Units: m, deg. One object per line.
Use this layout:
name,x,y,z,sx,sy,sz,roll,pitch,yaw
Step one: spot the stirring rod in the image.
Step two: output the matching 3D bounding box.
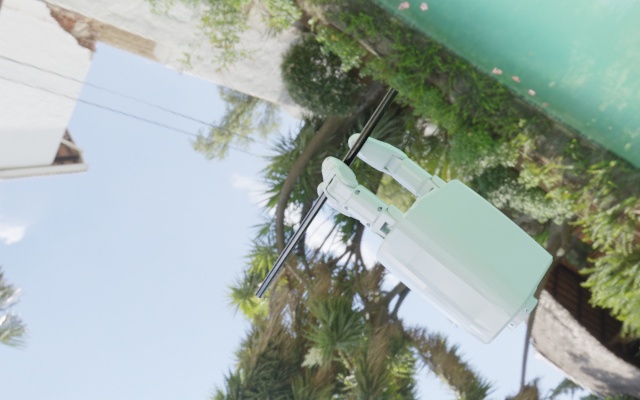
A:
stirring rod,0.000,0.001,0.442,0.011,0.239,0.011,29,20,-12
